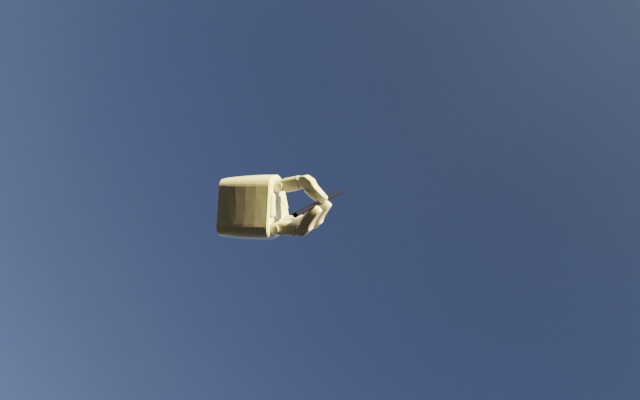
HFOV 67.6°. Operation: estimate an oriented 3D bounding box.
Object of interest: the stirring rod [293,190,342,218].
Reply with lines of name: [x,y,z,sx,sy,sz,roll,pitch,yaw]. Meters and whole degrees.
stirring rod: [0.000,0.003,0.832,0.011,0.011,0.239,0,9,19]
